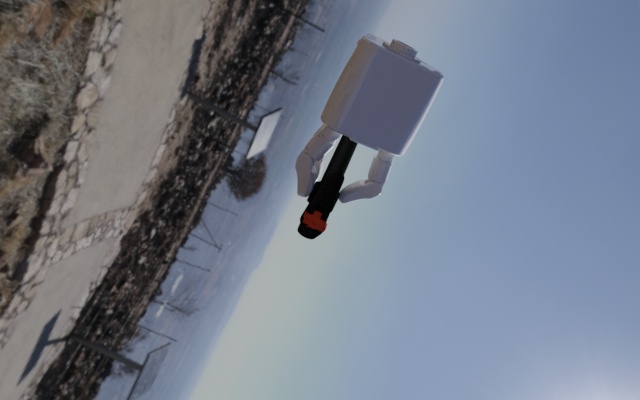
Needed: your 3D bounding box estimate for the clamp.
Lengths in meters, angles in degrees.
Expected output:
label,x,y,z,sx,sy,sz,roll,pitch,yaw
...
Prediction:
label,x,y,z,sx,sy,sz,roll,pitch,yaw
clamp,0.001,0.002,0.627,0.036,0.165,0.210,26,25,-2
